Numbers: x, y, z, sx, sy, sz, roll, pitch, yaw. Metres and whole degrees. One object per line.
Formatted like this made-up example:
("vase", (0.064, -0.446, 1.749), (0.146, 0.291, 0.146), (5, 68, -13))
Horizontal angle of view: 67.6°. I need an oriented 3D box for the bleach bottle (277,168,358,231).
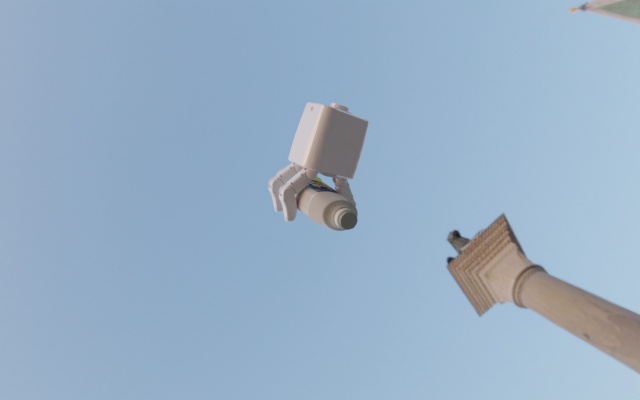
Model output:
("bleach bottle", (0.000, 0.003, 0.816), (0.102, 0.068, 0.250), (15, 7, -26))
